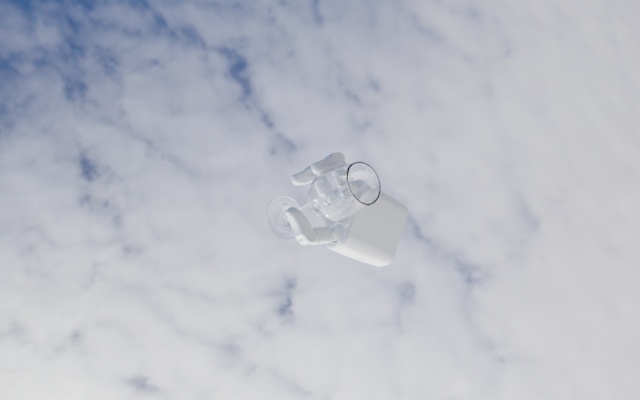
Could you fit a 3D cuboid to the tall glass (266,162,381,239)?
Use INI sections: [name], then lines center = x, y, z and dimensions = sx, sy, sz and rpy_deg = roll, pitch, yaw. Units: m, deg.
[tall glass]
center = 0.000, 0.003, 0.721
dimensions = 0.079, 0.079, 0.201
rpy_deg = 0, -15, -38
